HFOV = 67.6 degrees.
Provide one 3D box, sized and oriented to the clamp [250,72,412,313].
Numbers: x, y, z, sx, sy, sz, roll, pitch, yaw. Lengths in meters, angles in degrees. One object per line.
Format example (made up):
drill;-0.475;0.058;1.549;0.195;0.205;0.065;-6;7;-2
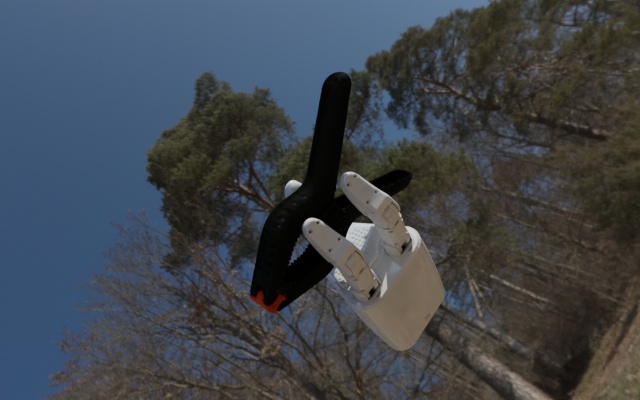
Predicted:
clamp;-0.001;0.002;0.437;0.036;0.210;0.165;21;-24;43
